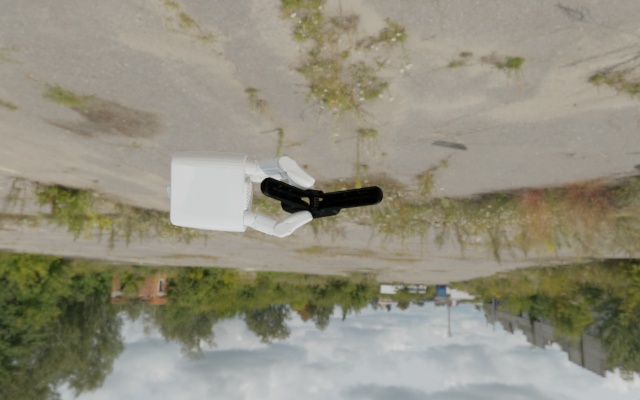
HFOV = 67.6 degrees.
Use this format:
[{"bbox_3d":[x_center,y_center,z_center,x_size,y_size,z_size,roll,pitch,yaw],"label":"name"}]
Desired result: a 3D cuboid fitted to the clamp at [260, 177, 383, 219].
[{"bbox_3d":[0.000,0.003,0.719,0.164,0.036,0.210,4,-10,-1],"label":"clamp"}]
